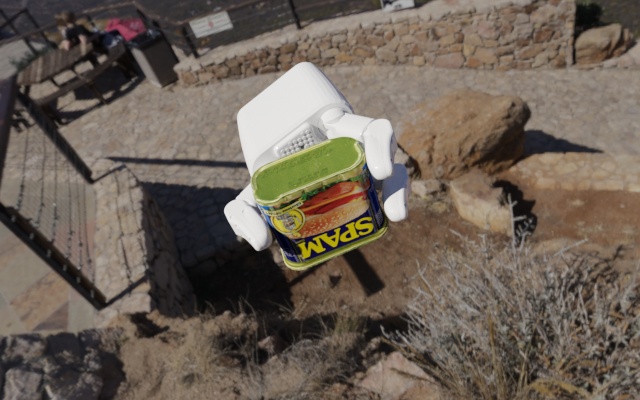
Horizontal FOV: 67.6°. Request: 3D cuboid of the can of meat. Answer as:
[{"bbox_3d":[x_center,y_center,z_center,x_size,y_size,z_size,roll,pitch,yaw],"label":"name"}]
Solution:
[{"bbox_3d":[0.000,0.001,0.414,0.102,0.084,0.057,-22,40,0],"label":"can of meat"}]
